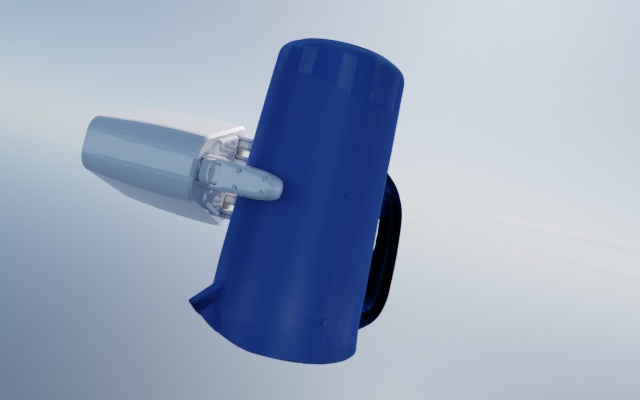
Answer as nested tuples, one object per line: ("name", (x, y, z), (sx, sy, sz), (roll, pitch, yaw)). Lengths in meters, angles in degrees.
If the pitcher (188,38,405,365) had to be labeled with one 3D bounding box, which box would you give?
("pitcher", (0.000, 0.001, 0.408), (0.145, 0.243, 0.149), (14, 2, 12))
